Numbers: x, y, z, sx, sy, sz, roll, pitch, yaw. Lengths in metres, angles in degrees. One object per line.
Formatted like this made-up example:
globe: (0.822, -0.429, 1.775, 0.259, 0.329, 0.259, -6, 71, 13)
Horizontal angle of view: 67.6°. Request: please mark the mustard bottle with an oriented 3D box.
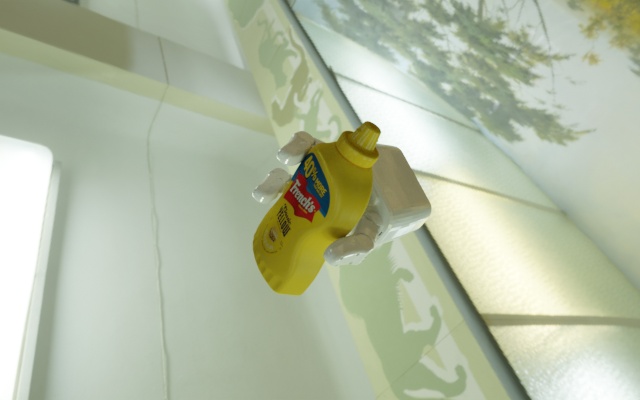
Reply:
mustard bottle: (0.000, 0.002, 0.476, 0.058, 0.192, 0.096, 15, 35, -33)
